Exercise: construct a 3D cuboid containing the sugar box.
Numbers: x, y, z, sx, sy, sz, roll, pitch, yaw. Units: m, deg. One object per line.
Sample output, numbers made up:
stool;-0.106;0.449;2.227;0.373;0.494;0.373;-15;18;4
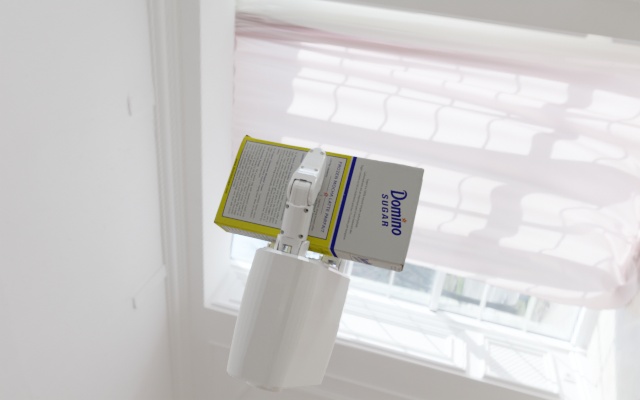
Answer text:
sugar box;0.000;0.002;0.446;0.176;0.093;0.048;13;-15;10
